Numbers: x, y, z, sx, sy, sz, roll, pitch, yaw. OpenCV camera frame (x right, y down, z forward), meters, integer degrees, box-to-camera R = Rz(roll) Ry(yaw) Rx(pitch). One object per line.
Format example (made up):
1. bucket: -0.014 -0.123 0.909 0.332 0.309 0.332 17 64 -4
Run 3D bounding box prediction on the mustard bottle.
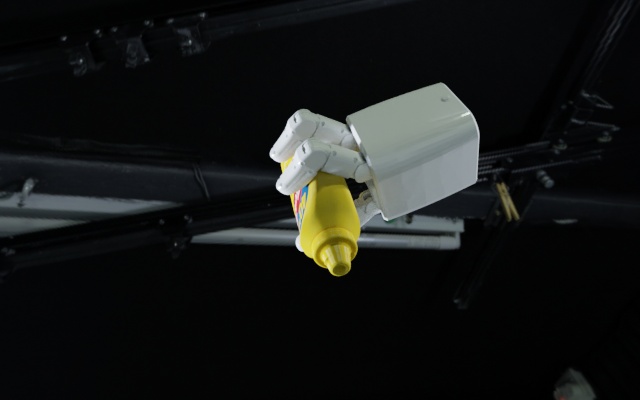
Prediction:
1. mustard bottle: 0.000 0.001 0.486 0.058 0.096 0.191 -2 38 -13
